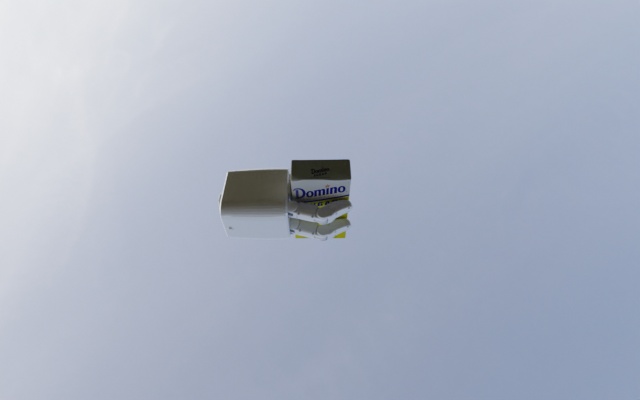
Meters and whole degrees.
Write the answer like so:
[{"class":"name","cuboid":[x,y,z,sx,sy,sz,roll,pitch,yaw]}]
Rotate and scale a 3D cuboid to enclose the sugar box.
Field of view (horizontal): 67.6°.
[{"class":"sugar box","cuboid":[0.000,0.003,0.789,0.093,0.048,0.176,-1,-32,0]}]
